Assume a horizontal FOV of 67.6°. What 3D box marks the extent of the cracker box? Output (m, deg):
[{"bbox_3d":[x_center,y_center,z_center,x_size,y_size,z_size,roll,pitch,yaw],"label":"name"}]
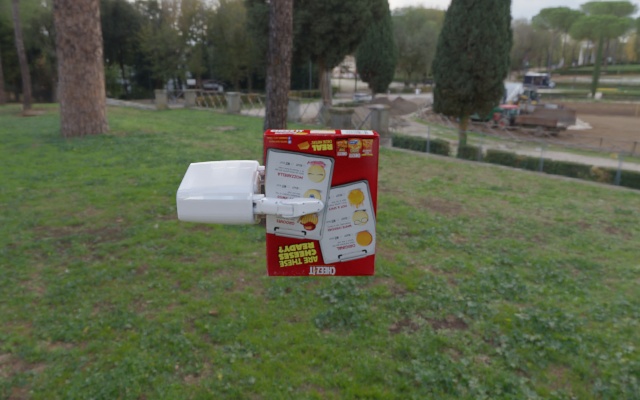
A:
[{"bbox_3d":[0.000,0.002,0.715,0.164,0.214,0.072,0,15,0],"label":"cracker box"}]
